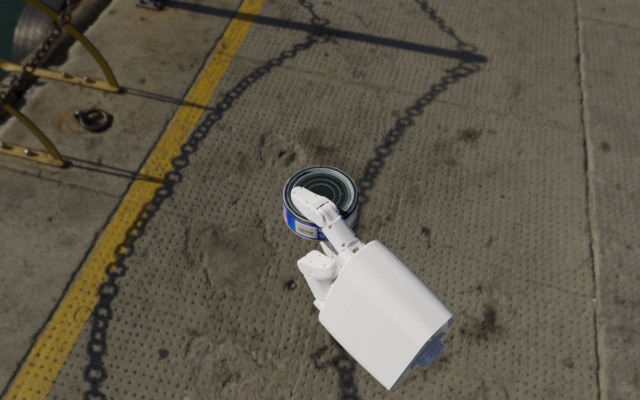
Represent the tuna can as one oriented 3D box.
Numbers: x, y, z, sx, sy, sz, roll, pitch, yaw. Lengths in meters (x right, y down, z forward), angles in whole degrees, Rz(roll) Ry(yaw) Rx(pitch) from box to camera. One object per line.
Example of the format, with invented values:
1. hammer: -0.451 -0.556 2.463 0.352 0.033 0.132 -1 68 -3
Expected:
1. tuna can: 0.000 0.001 0.537 0.086 0.086 0.034 0 -38 0
